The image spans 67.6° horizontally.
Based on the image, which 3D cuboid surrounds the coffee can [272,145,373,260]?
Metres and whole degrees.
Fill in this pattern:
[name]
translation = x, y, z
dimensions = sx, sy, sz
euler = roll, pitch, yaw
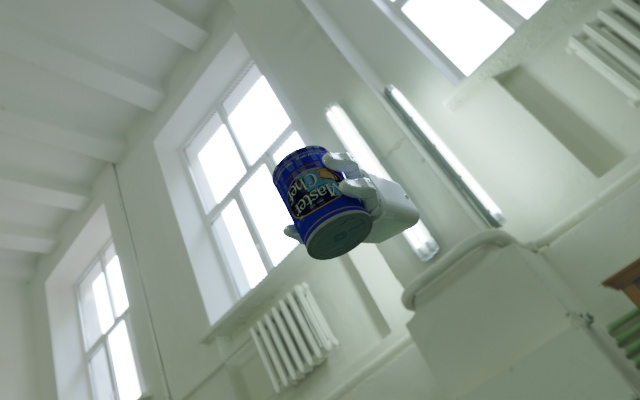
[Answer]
[coffee can]
translation = 0.000, 0.002, 0.710
dimensions = 0.103, 0.140, 0.103
euler = -20, -35, -15
